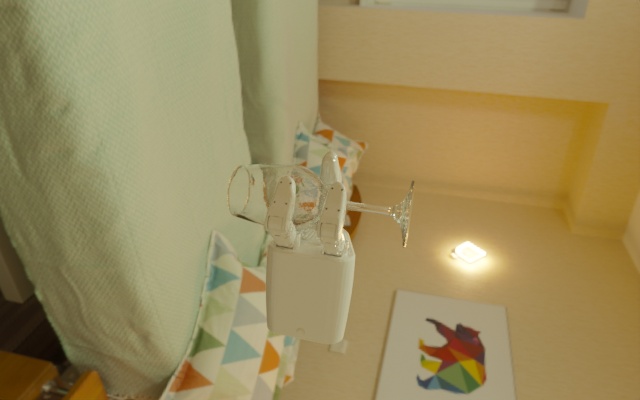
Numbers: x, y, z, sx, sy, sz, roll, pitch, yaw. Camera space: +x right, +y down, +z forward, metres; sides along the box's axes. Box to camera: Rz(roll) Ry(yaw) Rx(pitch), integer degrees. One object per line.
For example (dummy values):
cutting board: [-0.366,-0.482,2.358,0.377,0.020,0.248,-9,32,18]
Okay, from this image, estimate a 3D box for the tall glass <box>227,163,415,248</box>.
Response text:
tall glass: [0.001,0.002,0.537,0.201,0.079,0.079,8,2,12]
